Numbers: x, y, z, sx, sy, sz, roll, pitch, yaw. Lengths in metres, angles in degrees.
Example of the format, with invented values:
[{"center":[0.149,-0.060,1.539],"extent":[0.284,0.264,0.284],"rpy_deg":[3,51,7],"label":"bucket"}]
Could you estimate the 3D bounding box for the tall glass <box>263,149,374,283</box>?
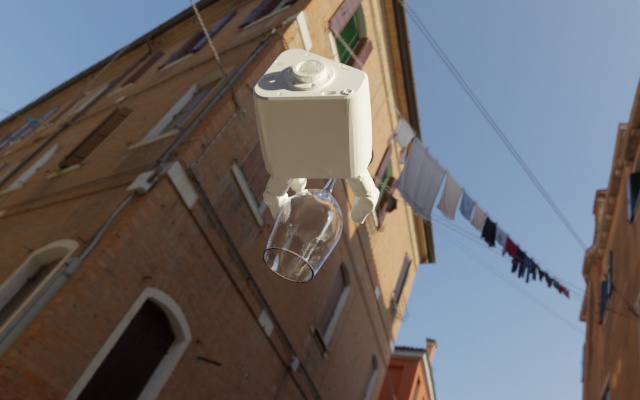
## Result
[{"center":[0.000,0.002,0.585],"extent":[0.079,0.201,0.079],"rpy_deg":[17,-38,14],"label":"tall glass"}]
